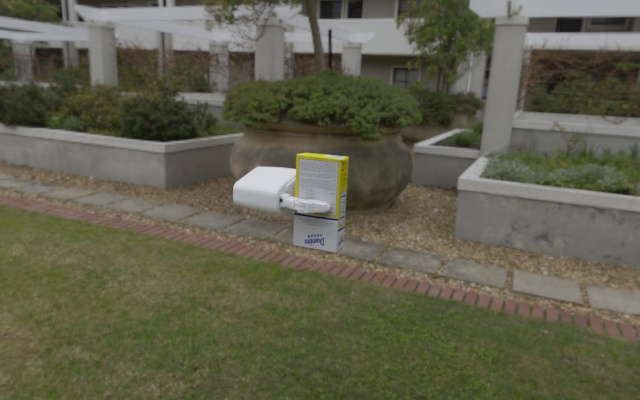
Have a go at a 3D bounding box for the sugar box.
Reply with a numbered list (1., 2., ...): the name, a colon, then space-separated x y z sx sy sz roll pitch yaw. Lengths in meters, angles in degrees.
1. sugar box: 0.000 0.003 0.898 0.093 0.176 0.048 8 15 23
